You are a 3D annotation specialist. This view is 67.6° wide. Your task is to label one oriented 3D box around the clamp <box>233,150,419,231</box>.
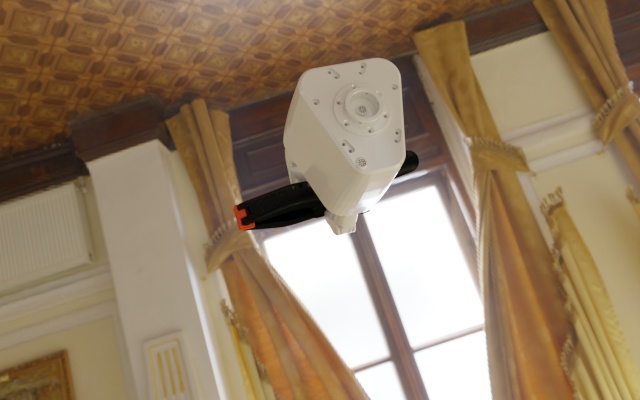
[{"bbox_3d":[0.000,0.003,0.582,0.210,0.036,0.165,-15,-17,-14],"label":"clamp"}]
